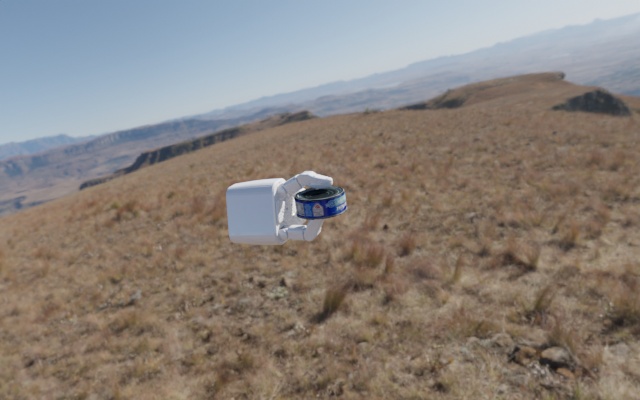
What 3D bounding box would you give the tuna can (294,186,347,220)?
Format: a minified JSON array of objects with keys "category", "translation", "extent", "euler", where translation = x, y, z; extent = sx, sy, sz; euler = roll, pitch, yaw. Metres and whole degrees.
[{"category":"tuna can","translation":[0.000,0.002,0.792],"extent":[0.086,0.034,0.086],"euler":[-7,16,2]}]
